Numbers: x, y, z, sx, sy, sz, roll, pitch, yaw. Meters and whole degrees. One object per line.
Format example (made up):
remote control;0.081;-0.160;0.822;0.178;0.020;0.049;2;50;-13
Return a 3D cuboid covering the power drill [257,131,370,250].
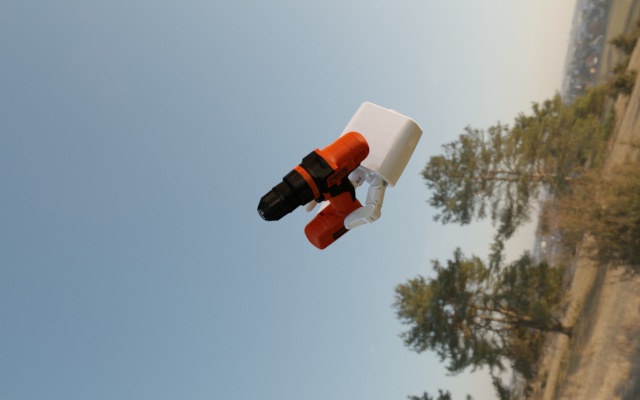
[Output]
power drill;0.000;0.002;0.722;0.184;0.057;0.188;-35;-28;-12
